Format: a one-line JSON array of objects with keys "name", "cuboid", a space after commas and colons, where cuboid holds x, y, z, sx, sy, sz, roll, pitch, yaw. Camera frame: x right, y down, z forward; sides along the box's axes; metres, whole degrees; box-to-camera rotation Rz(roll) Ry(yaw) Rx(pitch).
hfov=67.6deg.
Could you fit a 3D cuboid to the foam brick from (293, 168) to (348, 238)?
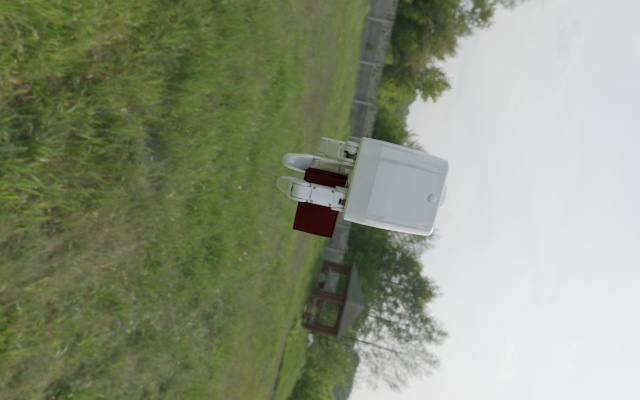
[{"name": "foam brick", "cuboid": [0.000, 0.002, 0.599, 0.051, 0.078, 0.053, 14, 8, 2]}]
